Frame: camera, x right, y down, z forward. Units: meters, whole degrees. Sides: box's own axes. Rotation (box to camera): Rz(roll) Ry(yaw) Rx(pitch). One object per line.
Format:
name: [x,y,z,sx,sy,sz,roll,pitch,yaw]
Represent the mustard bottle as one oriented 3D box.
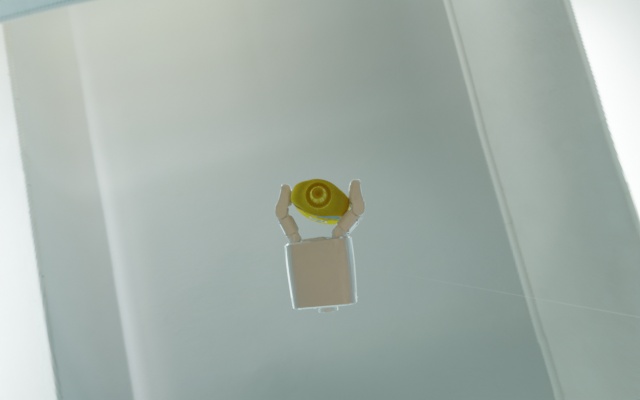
mustard bottle: [0.000,0.002,0.790,0.096,0.058,0.191,17,-6,5]
